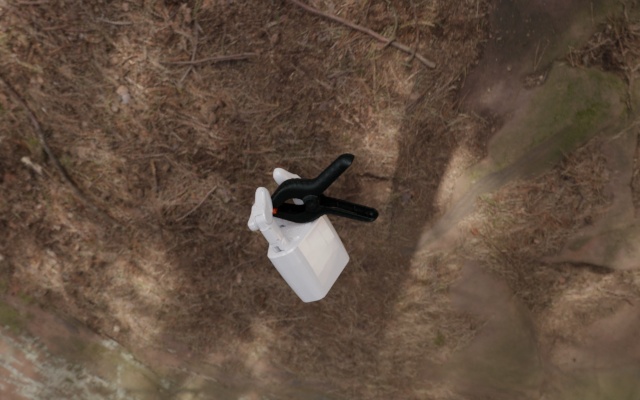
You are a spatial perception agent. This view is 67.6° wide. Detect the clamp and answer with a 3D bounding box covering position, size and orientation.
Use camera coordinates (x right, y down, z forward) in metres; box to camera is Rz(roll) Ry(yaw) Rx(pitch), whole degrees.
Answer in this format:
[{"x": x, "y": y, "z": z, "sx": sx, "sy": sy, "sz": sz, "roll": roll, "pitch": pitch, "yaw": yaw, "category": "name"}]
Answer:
[{"x": 0.000, "y": 0.003, "z": 0.715, "sx": 0.171, "sy": 0.120, "sz": 0.039, "roll": -18, "pitch": 27, "yaw": 29, "category": "clamp"}]
